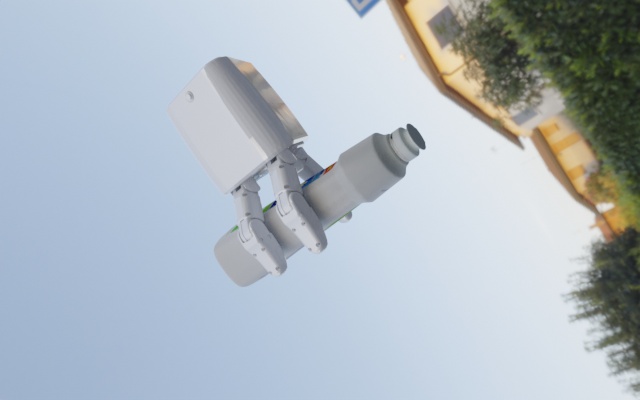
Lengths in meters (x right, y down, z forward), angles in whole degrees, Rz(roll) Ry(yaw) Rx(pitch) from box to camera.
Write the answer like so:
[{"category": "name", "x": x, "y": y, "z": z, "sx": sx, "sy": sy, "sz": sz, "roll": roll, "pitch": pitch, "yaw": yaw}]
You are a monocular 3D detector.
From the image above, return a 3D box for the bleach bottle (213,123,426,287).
[{"category": "bleach bottle", "x": 0.000, "y": 0.002, "z": 0.492, "sx": 0.251, "sy": 0.068, "sz": 0.102, "roll": -35, "pitch": 3, "yaw": 31}]
